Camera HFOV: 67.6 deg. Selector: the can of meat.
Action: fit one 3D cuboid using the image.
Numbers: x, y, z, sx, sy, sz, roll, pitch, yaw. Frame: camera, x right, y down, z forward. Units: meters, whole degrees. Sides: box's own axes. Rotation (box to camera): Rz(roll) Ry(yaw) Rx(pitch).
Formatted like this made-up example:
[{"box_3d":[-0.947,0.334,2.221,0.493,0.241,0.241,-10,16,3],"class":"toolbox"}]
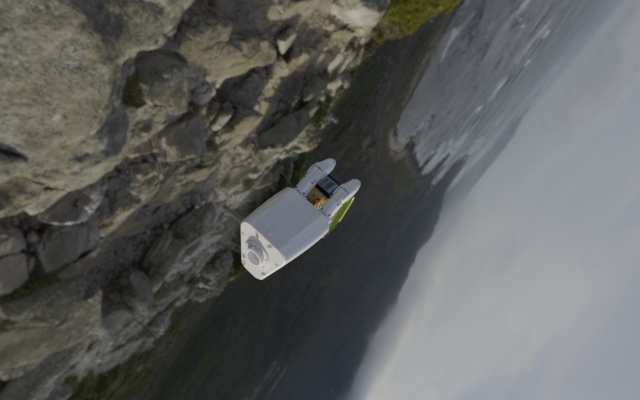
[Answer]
[{"box_3d":[0.000,0.003,0.817,0.057,0.084,0.102,-36,-18,-44],"class":"can of meat"}]
